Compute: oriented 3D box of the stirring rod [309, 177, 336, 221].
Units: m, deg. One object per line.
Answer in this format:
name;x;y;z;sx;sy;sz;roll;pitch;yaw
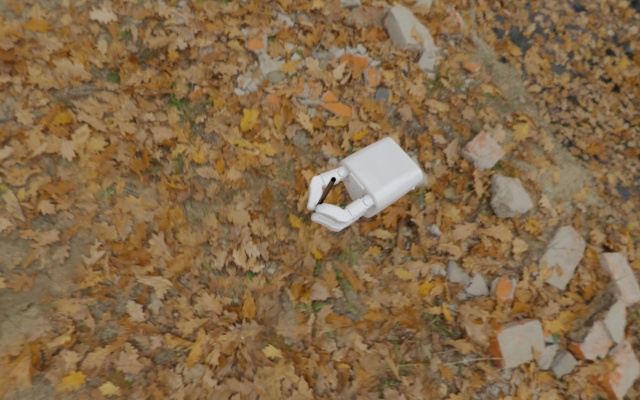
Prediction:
stirring rod;0.000;0.003;0.794;0.011;0.011;0.239;0;-16;-9
